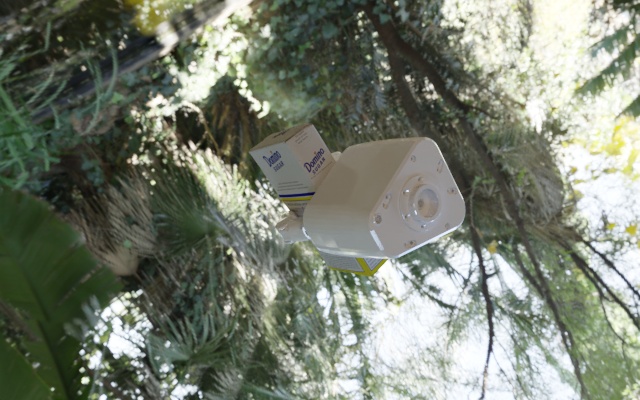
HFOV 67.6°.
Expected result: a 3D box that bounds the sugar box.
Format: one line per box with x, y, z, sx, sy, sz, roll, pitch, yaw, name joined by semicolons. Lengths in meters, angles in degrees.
0.001;0.002;0.534;0.048;0.176;0.093;-39;19;-27;sugar box
